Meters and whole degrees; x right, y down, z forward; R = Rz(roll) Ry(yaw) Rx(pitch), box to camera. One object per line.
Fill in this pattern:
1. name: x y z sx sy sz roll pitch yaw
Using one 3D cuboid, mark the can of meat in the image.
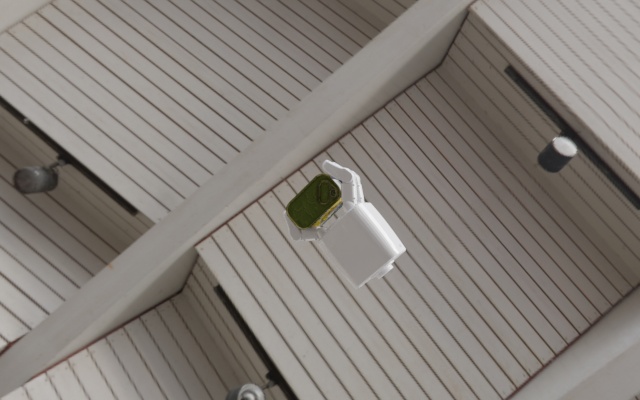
1. can of meat: 0.000 0.003 0.842 0.102 0.057 0.084 -44 -14 13
